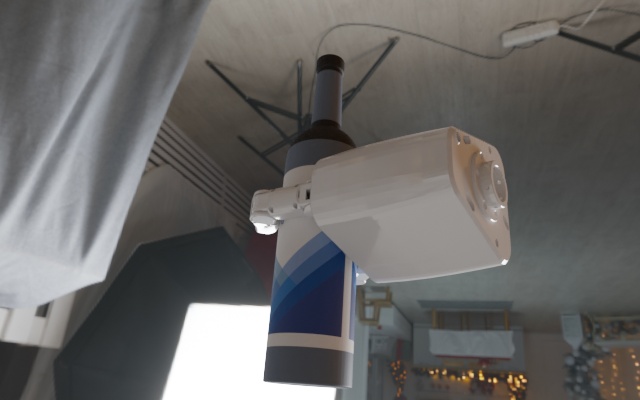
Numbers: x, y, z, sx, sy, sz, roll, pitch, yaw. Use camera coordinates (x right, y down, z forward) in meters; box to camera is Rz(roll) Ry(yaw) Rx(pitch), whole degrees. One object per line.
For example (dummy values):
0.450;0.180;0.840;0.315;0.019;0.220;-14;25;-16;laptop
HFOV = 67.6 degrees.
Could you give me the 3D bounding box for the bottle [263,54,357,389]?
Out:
0.000;0.002;0.409;0.069;0.295;0.069;4;-22;1;bottle
